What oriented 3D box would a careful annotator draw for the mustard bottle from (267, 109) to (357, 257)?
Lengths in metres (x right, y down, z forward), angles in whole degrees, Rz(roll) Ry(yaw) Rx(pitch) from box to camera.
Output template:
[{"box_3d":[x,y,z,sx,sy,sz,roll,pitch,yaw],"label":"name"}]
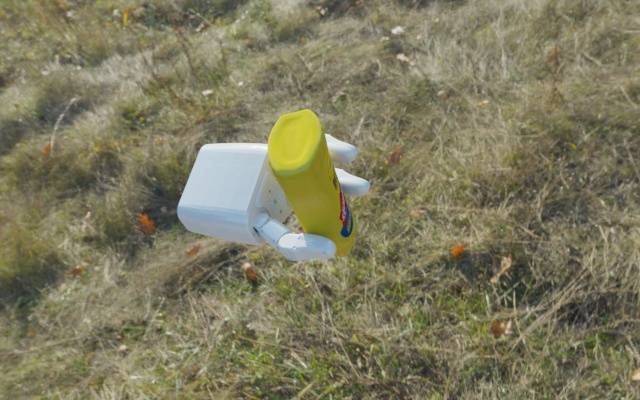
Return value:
[{"box_3d":[0.000,0.002,0.528,0.058,0.096,0.192,-13,-44,10],"label":"mustard bottle"}]
